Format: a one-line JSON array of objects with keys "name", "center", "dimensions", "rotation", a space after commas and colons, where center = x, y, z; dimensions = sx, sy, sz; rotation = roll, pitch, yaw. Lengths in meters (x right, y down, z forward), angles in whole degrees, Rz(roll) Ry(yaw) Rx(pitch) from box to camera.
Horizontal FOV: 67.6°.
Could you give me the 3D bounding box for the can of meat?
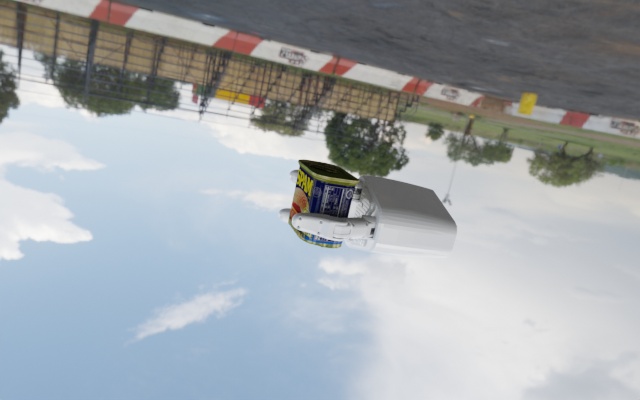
[{"name": "can of meat", "center": [0.000, 0.002, 0.582], "dimensions": [0.057, 0.084, 0.102], "rotation": [7, 14, -19]}]
